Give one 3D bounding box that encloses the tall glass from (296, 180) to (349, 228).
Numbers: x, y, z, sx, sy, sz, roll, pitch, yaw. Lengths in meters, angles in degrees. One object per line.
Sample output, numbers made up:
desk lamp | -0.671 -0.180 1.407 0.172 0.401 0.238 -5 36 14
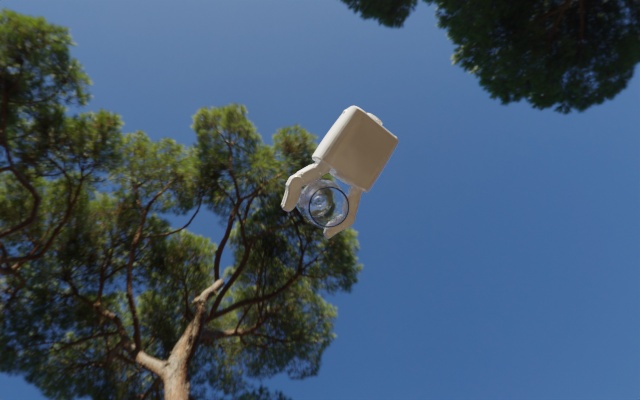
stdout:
tall glass | 0.000 0.003 0.810 0.079 0.079 0.201 0 4 -7
